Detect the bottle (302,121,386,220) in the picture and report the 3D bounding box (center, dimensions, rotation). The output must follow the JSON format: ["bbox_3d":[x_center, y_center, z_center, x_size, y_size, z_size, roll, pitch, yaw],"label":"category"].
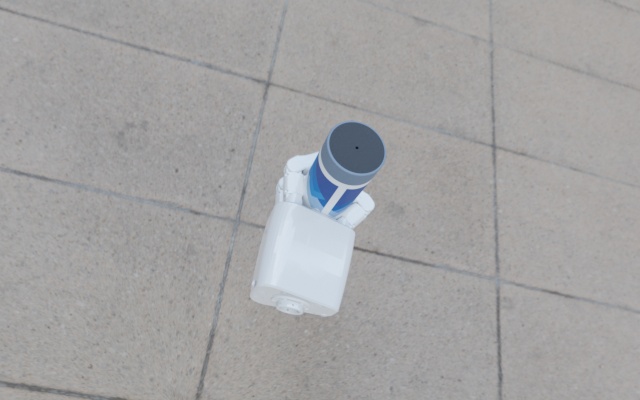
[{"bbox_3d":[0.000,0.002,0.631,0.069,0.069,0.296,0,-23,-17],"label":"bottle"}]
